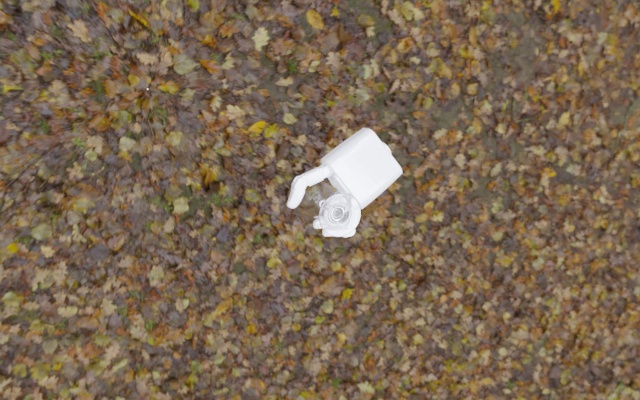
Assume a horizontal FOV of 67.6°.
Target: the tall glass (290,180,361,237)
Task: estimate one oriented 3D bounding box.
[{"bbox_3d":[0.000,0.003,0.875,0.079,0.079,0.201,0,12,-20],"label":"tall glass"}]
